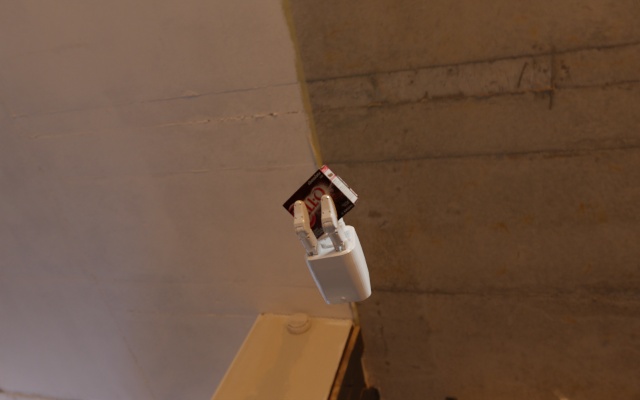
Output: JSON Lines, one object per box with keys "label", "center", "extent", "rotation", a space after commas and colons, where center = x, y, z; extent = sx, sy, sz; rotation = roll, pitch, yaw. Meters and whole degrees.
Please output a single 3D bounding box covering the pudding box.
{"label": "pudding box", "center": [0.000, 0.003, 0.851], "extent": [0.113, 0.090, 0.039], "rotation": [-44, 4, 30]}
